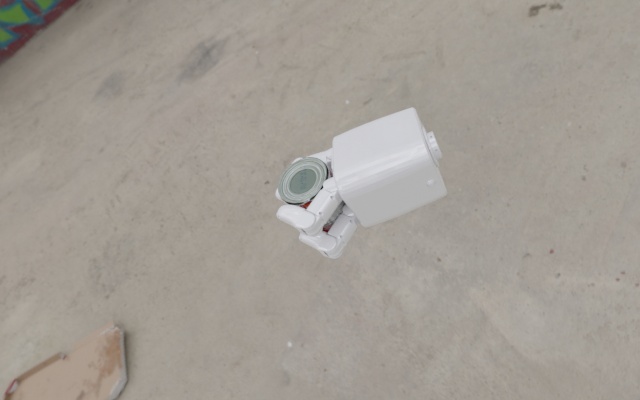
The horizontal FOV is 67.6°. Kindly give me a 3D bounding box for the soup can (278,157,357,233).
[{"bbox_3d":[0.000,0.002,0.592,0.068,0.068,0.102,0,-31,30],"label":"soup can"}]
